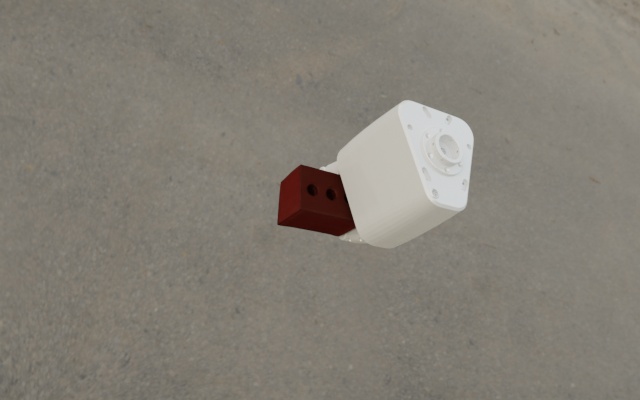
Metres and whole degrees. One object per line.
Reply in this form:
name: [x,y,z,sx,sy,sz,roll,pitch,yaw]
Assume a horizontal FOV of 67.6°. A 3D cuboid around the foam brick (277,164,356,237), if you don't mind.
foam brick: [0.000,0.002,0.511,0.078,0.053,0.051,12,-25,-26]
